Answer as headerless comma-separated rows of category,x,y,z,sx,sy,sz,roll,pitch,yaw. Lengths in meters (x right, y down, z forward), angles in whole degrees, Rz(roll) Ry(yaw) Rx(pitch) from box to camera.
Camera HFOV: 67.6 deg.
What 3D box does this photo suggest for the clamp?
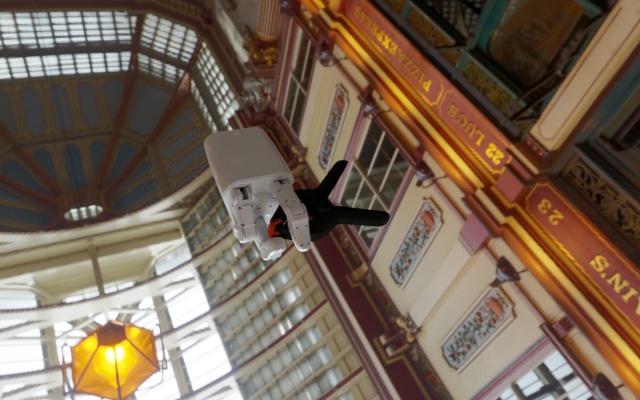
clamp,0.000,0.003,0.666,0.171,0.120,0.039,-12,-38,-25
